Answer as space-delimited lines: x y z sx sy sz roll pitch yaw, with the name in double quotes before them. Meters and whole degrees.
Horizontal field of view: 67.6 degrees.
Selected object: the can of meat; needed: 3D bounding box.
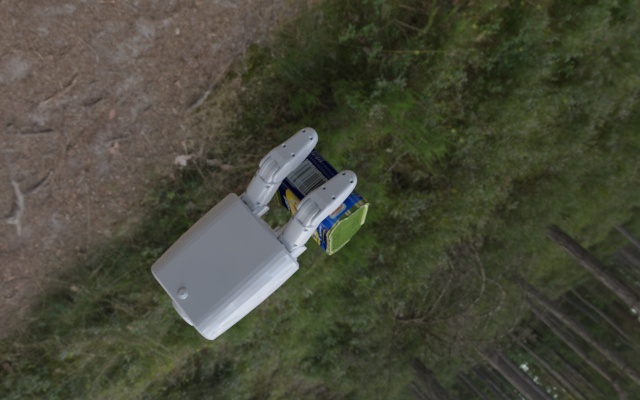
"can of meat" 0.000 0.002 0.488 0.057 0.084 0.102 -40 -16 -13
